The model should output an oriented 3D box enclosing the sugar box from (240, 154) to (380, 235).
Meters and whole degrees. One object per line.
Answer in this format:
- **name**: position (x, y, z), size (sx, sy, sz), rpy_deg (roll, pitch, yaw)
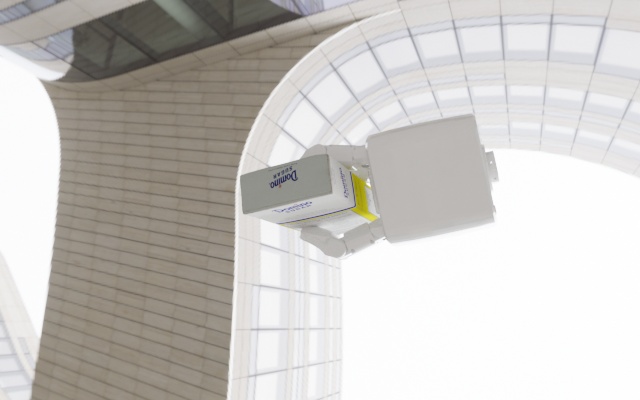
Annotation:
- **sugar box**: position (0.000, 0.001, 0.506), size (0.093, 0.048, 0.176), rpy_deg (-13, -18, 19)
